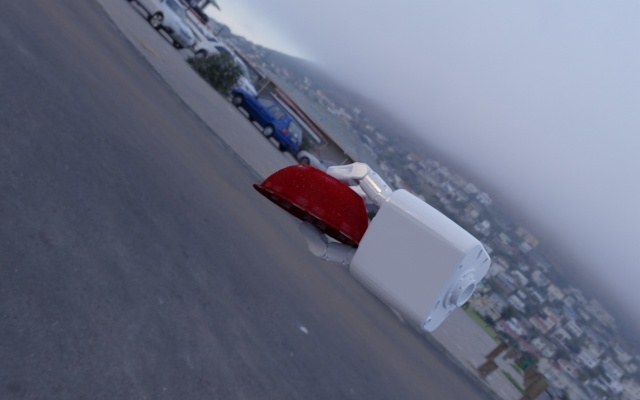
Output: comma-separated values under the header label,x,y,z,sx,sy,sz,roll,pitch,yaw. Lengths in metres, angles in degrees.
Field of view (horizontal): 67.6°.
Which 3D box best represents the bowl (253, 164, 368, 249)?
label,x,y,z,sx,sy,sz,roll,pitch,yaw
bowl,-0.001,0.001,0.583,0.162,0.055,0.162,30,-7,4
